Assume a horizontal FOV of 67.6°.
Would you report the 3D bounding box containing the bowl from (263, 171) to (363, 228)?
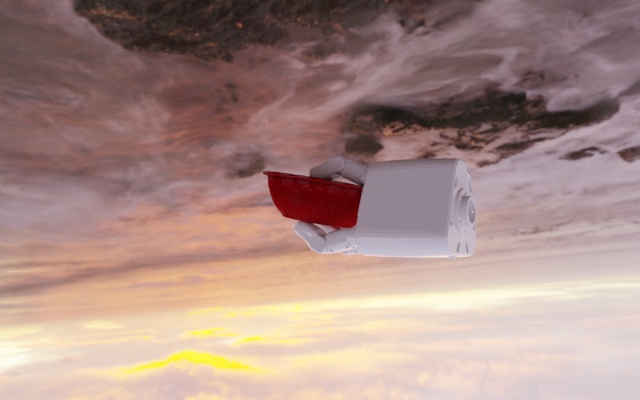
[{"bbox_3d":[-0.001,0.002,0.627,0.162,0.055,0.162,10,0,0],"label":"bowl"}]
